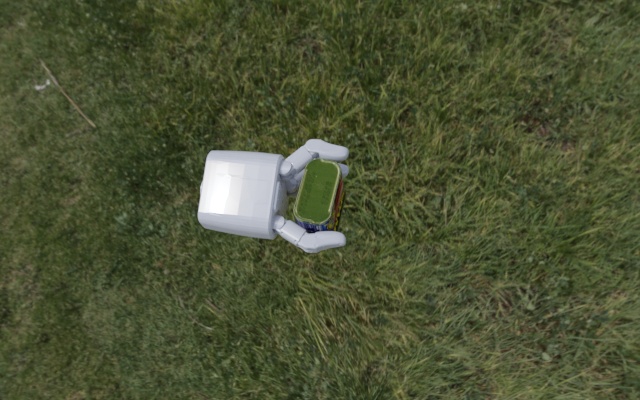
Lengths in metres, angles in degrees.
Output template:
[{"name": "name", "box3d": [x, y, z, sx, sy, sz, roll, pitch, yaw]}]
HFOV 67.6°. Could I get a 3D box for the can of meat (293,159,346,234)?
[{"name": "can of meat", "box3d": [0.000, 0.002, 0.675, 0.057, 0.102, 0.084, 10, -23, 10]}]
